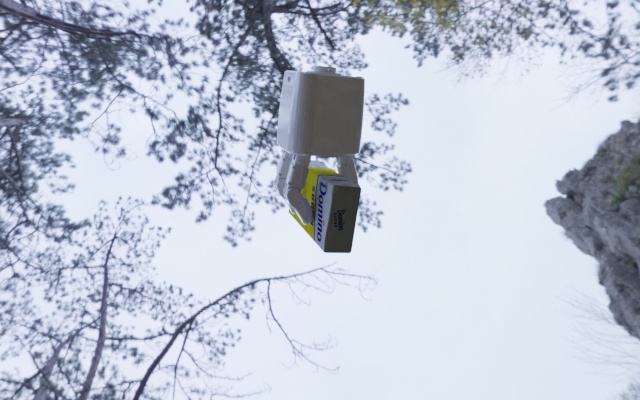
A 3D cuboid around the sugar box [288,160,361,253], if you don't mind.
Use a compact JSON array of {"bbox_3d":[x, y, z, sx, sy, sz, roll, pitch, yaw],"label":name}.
[{"bbox_3d":[0.000,0.002,0.690,0.048,0.093,0.176,3,14,-18],"label":"sugar box"}]
